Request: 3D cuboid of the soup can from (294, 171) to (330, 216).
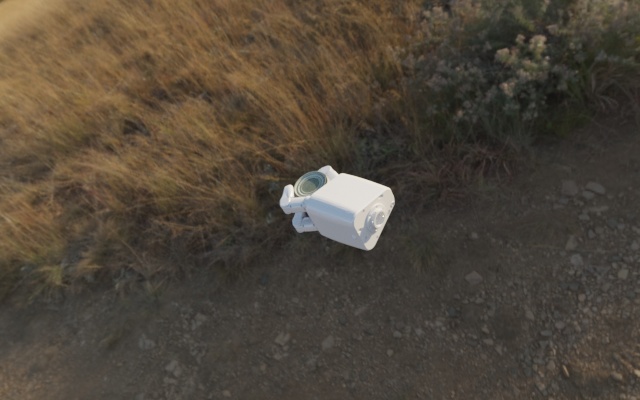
[{"bbox_3d":[0.000,0.003,0.898,0.068,0.068,0.102,0,-40,30],"label":"soup can"}]
